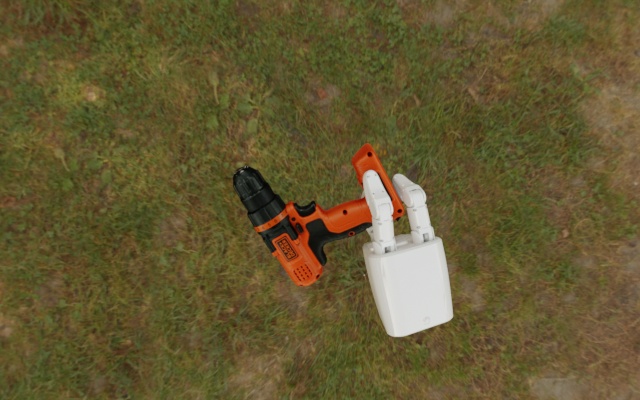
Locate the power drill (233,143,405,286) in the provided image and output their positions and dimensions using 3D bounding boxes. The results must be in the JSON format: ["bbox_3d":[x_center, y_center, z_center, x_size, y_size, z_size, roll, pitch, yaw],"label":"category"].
[{"bbox_3d":[0.001,0.002,0.630,0.187,0.184,0.057,-29,17,9],"label":"power drill"}]
